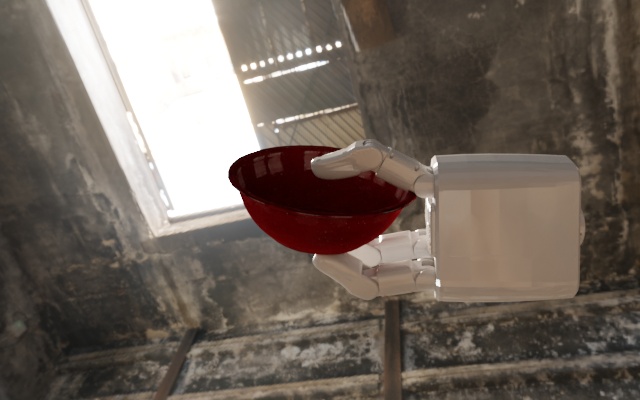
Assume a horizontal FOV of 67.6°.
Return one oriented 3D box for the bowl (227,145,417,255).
[{"bbox_3d":[-0.001,0.001,0.418,0.162,0.055,0.162,5,24,-2],"label":"bowl"}]
